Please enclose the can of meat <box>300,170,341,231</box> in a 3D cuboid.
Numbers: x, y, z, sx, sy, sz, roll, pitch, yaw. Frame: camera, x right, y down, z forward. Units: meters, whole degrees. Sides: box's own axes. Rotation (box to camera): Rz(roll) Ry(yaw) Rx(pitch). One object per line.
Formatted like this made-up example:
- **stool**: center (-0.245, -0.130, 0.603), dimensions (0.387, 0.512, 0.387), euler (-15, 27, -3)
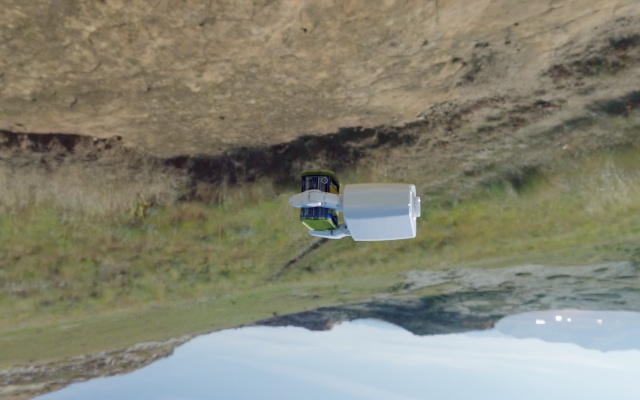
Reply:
- **can of meat**: center (0.000, 0.003, 0.812), dimensions (0.057, 0.084, 0.102), euler (-1, -14, 13)
